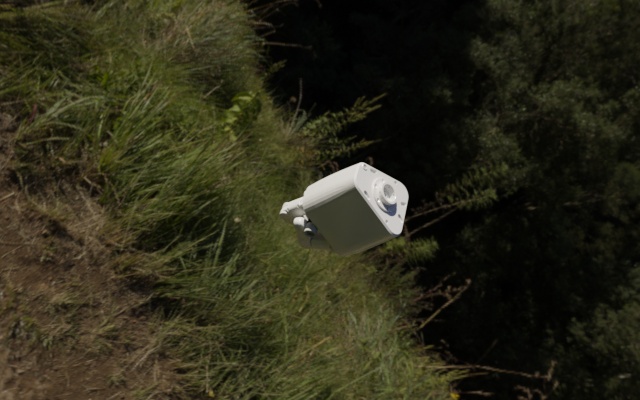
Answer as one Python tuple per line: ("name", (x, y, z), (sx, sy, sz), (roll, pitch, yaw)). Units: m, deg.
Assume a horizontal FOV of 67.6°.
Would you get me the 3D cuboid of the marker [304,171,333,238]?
("marker", (0.000, 0.002, 0.724), (0.020, 0.121, 0.020), (12, -37, 9))
